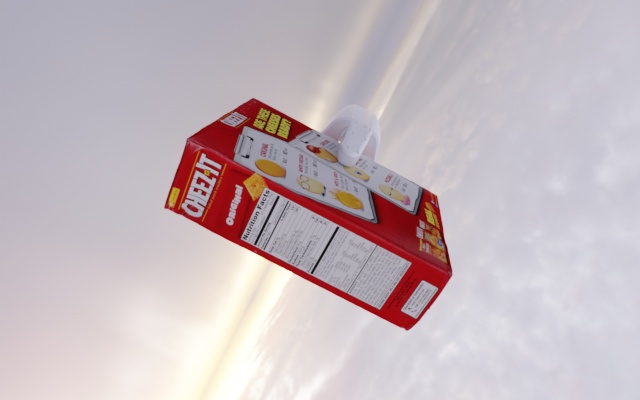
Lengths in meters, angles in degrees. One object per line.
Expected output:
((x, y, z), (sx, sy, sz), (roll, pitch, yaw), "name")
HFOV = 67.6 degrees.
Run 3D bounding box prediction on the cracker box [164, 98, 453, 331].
((0.000, 0.001, 0.420), (0.214, 0.072, 0.164), (27, 23, -2), "cracker box")
